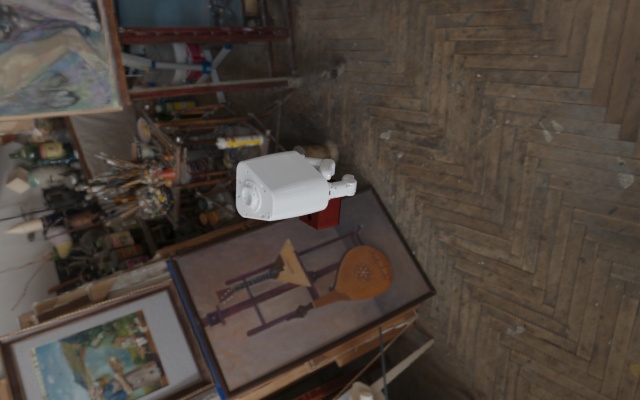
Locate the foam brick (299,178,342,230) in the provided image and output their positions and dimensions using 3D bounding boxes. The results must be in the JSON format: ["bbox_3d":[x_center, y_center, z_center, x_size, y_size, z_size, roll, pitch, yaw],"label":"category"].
[{"bbox_3d":[0.000,0.003,0.814,0.051,0.078,0.053,-15,29,-39],"label":"foam brick"}]
